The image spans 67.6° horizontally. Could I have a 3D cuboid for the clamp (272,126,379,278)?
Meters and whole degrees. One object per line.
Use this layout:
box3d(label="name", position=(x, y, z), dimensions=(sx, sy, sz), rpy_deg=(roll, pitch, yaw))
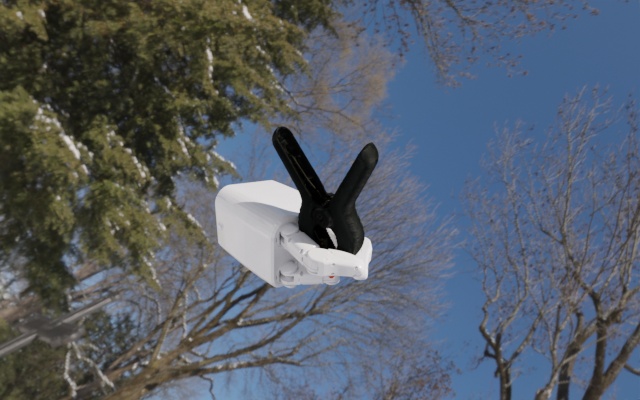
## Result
box3d(label="clamp", position=(0.001, 0.002, 0.501), dimensions=(0.120, 0.172, 0.039), rpy_deg=(28, 40, 33))
